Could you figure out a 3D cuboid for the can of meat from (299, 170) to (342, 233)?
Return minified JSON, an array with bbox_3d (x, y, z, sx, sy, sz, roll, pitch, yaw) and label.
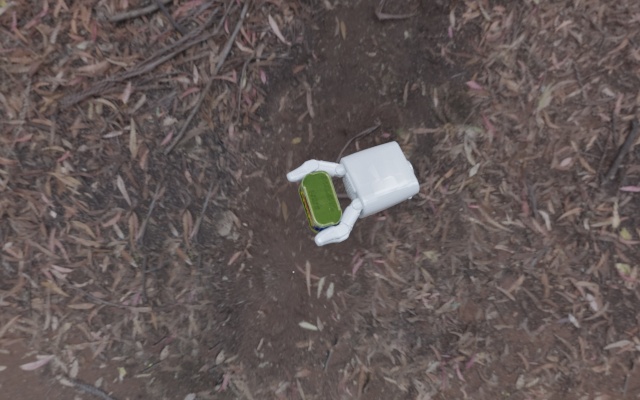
[{"bbox_3d":[0.000,0.003,0.840,0.057,0.102,0.084,-17,-7,-6],"label":"can of meat"}]
